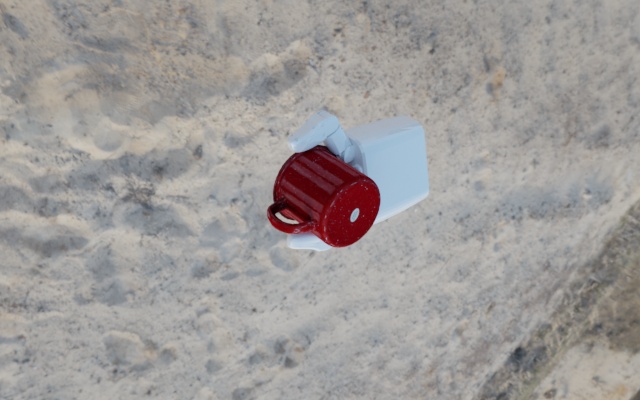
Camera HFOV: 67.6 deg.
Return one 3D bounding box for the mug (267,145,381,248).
[{"bbox_3d":[-0.001,0.002,0.503,0.117,0.093,0.081,-23,39,-30],"label":"mug"}]
